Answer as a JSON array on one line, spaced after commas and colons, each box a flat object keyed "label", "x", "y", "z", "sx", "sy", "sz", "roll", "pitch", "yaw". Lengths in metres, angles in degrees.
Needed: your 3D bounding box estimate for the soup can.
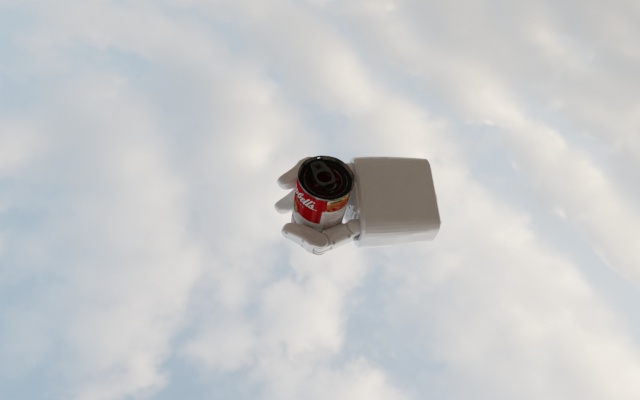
[{"label": "soup can", "x": 0.000, "y": 0.002, "z": 0.599, "sx": 0.068, "sy": 0.068, "sz": 0.102, "roll": 0, "pitch": -36, "yaw": -10}]
